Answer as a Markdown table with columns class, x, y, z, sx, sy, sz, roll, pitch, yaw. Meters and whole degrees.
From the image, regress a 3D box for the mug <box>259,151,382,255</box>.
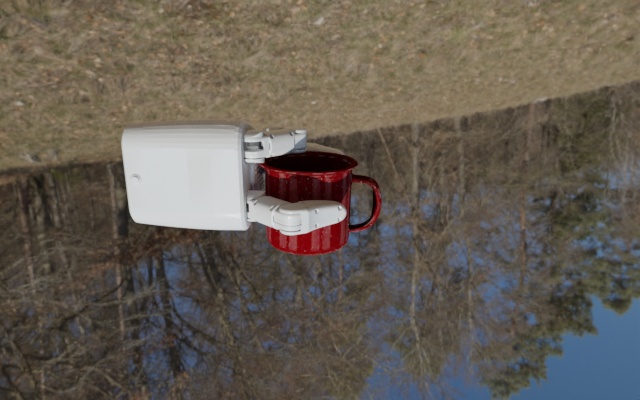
| class | x | y | z | sx | sy | sz | roll | pitch | yaw |
| --- | --- | --- | --- | --- | --- | --- | --- | --- | --- |
| mug | 0.002 | 0.002 | 0.461 | 0.117 | 0.081 | 0.093 | 2 | 17 | 4 |
